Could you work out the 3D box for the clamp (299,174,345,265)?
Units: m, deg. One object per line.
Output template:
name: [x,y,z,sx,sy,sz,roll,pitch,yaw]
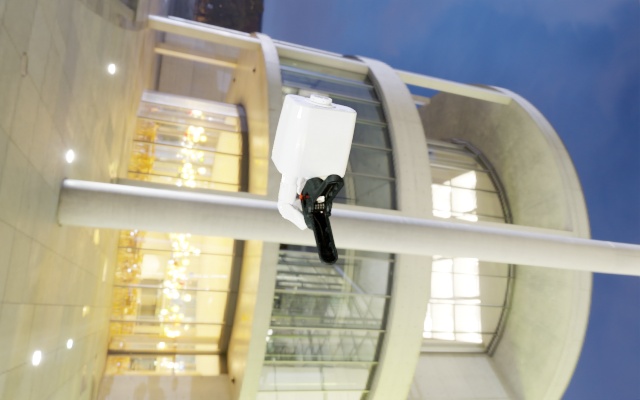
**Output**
clamp: [0.001,0.002,0.677,0.039,0.120,0.171,6,20,-18]
